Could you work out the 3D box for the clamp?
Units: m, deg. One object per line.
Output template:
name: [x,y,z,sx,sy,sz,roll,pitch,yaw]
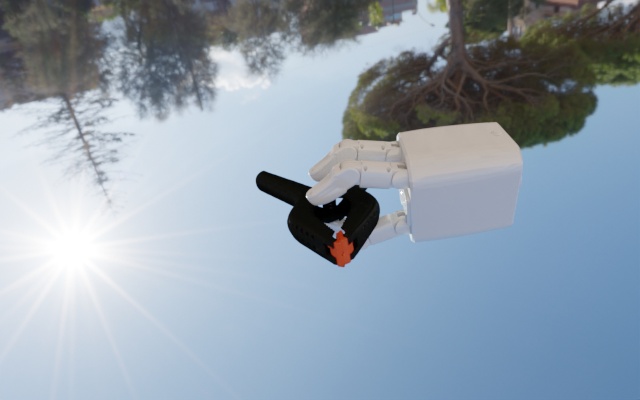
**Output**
clamp: [0.000,0.003,0.515,0.164,0.036,0.210,-9,28,6]
